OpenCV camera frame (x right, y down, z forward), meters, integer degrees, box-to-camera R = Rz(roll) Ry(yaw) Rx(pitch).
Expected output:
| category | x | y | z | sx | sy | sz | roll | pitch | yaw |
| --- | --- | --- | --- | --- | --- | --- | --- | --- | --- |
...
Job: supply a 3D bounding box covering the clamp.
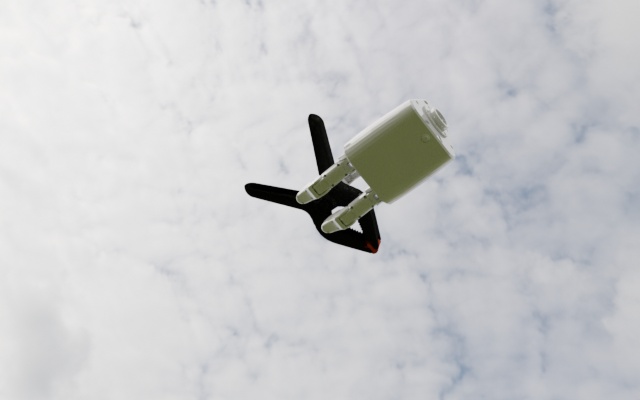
| category | x | y | z | sx | sy | sz | roll | pitch | yaw |
| --- | --- | --- | --- | --- | --- | --- | --- | --- | --- |
| clamp | 0.001 | 0.002 | 0.682 | 0.164 | 0.210 | 0.036 | -35 | 12 | 30 |
